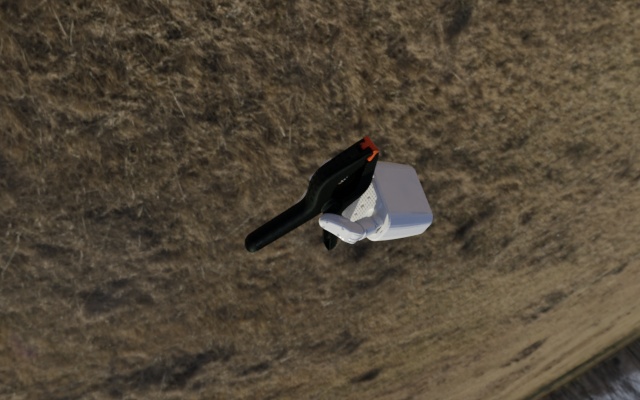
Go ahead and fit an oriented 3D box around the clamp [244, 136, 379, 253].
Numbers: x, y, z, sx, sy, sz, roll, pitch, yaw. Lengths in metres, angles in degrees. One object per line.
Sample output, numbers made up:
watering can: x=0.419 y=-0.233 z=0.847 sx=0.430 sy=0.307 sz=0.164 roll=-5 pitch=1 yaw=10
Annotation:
clamp: x=0.001 y=0.002 z=0.633 sx=0.164 sy=0.036 sz=0.210 roll=-3 pitch=-42 yaw=-41
